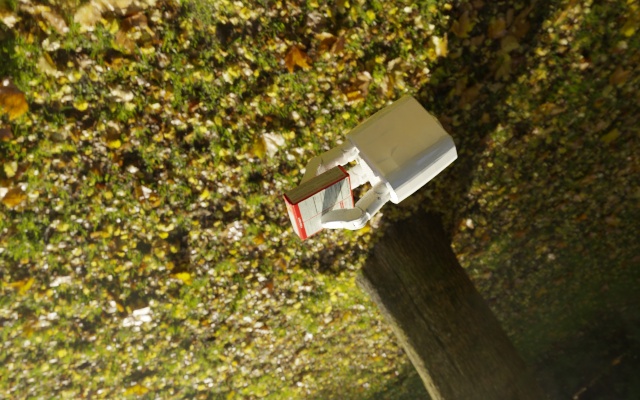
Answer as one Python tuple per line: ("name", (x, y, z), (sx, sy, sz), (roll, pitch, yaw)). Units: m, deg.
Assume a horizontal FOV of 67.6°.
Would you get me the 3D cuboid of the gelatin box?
("gelatin box", (0.000, 0.003, 0.639), (0.089, 0.073, 0.030), (-29, 50, -15))
